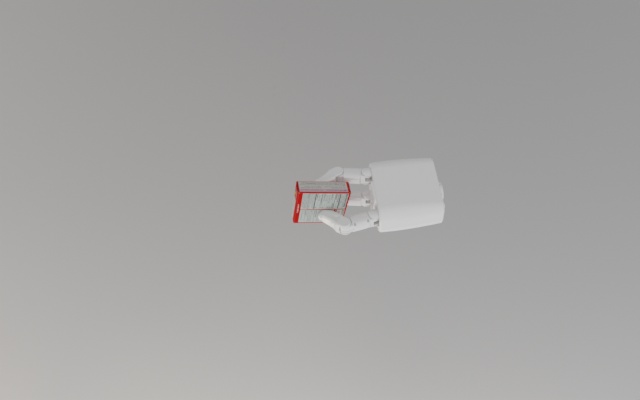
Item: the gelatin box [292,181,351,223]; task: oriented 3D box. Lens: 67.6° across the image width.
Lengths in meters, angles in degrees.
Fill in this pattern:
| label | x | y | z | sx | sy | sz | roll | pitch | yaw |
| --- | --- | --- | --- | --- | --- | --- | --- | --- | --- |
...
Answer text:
| label | x | y | z | sx | sy | sz | roll | pitch | yaw |
| --- | --- | --- | --- | --- | --- | --- | --- | --- | --- |
| gelatin box | 0.000 | 0.003 | 0.790 | 0.089 | 0.030 | 0.073 | -1 | -44 | -13 |
